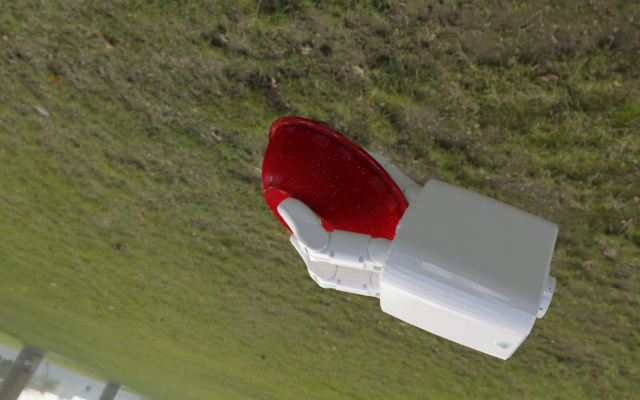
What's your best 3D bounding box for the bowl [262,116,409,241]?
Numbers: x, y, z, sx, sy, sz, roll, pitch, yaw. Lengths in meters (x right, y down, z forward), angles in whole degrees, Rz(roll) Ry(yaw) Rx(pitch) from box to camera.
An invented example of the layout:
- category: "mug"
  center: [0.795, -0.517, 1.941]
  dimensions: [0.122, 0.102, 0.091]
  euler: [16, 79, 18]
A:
- category: "bowl"
  center: [-0.001, 0.001, 0.439]
  dimensions: [0.162, 0.055, 0.162]
  euler: [33, -22, 15]
